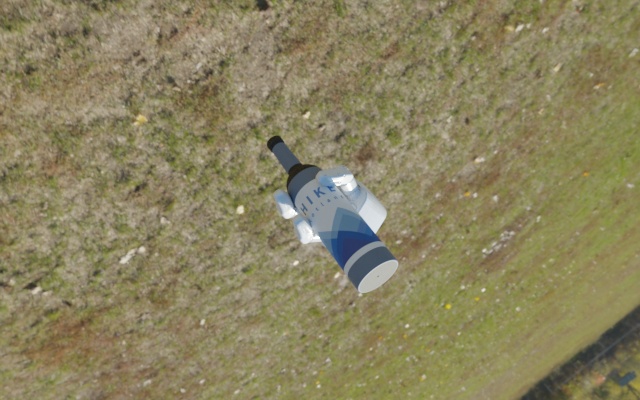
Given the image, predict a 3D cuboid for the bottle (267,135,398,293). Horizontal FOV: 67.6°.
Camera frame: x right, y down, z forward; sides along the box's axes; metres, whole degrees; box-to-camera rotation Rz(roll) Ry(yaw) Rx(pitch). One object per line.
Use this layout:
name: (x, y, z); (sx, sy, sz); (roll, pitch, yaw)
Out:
bottle: (0.000, 0.002, 0.710); (0.069, 0.069, 0.295); (0, 42, -45)
